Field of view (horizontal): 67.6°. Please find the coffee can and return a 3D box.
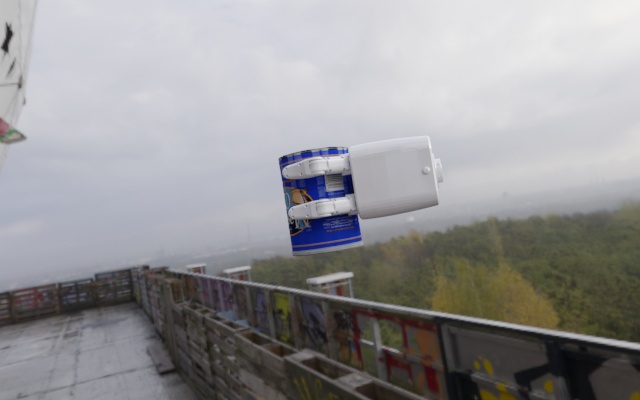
[{"bbox_3d":[0.000,0.002,0.683,0.103,0.140,0.103,-9,-2,0],"label":"coffee can"}]
